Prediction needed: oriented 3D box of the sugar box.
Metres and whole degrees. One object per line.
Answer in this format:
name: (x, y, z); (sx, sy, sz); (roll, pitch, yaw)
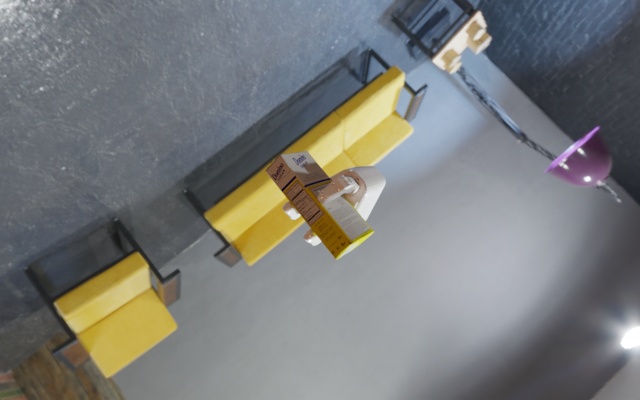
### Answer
sugar box: (0.000, 0.003, 0.751); (0.048, 0.176, 0.093); (-47, -13, 26)
